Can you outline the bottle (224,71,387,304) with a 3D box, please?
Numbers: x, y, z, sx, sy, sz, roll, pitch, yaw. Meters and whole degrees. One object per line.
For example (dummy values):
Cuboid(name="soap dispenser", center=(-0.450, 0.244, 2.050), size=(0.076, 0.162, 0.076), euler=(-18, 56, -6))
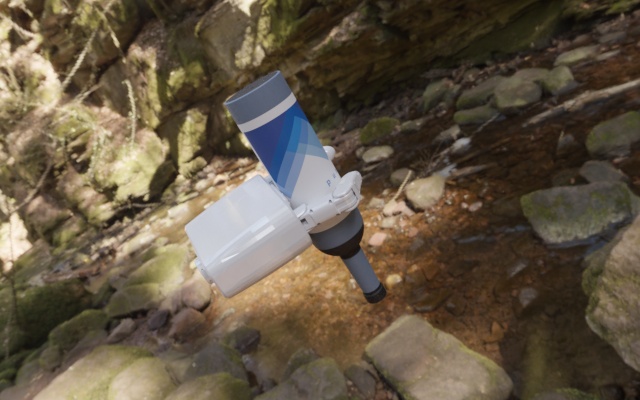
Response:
Cuboid(name="bottle", center=(0.000, 0.002, 0.541), size=(0.069, 0.296, 0.069), euler=(-26, 22, 11))
